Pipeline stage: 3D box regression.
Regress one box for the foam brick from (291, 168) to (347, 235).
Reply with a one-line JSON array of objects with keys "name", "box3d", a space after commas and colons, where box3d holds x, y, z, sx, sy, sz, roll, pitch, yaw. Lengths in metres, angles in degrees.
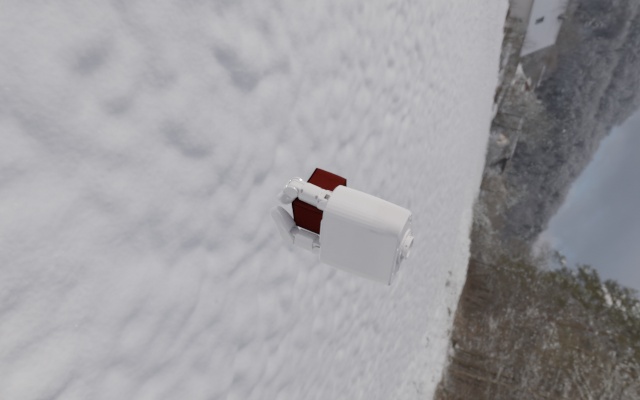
[{"name": "foam brick", "box3d": [0.000, 0.002, 0.690, 0.051, 0.078, 0.053, 19, -36, 19]}]
